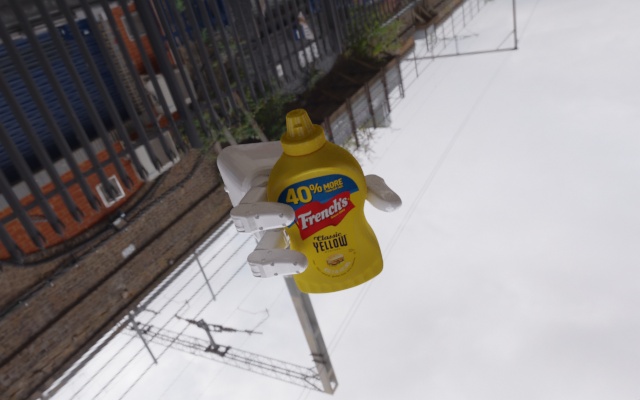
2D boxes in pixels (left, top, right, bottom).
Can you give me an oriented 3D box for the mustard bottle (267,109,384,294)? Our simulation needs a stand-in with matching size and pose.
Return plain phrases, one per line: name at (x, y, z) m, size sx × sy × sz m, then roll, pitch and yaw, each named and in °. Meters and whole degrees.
mustard bottle at (0.000, 0.002, 0.471) m, size 0.096 × 0.192 × 0.058 m, roll -13°, pitch 30°, yaw 3°
